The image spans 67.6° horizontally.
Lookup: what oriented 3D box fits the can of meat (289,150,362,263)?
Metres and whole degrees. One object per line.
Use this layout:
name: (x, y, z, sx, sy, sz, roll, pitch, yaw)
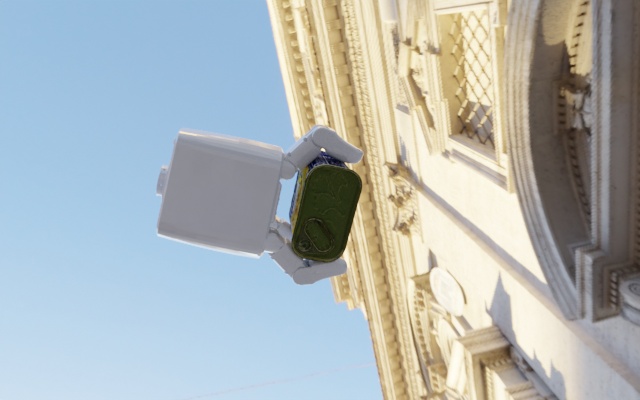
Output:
can of meat: (0.000, 0.001, 0.513, 0.057, 0.102, 0.084, 10, 17, -12)
